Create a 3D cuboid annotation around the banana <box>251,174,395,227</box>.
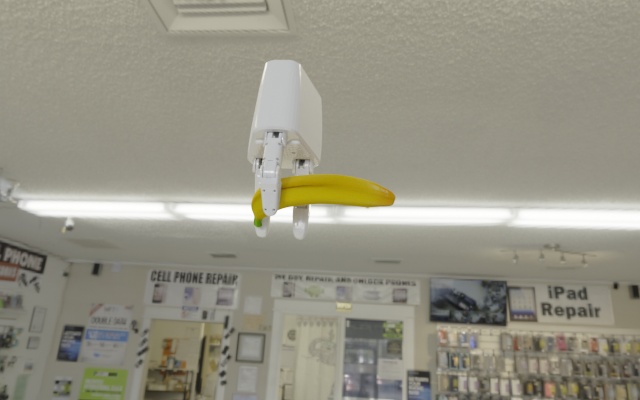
[{"bbox_3d":[-0.011,-0.006,0.587,0.198,0.037,0.070,-8,-29,24],"label":"banana"}]
